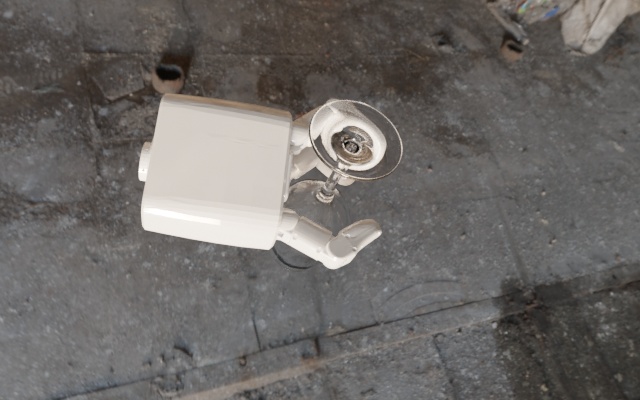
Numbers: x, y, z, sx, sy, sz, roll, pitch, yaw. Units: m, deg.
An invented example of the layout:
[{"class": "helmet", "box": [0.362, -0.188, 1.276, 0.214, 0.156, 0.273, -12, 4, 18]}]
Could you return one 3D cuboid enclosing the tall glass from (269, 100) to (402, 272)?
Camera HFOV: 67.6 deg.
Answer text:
[{"class": "tall glass", "box": [0.000, 0.001, 0.440, 0.079, 0.079, 0.201, 0, -29, -18]}]
